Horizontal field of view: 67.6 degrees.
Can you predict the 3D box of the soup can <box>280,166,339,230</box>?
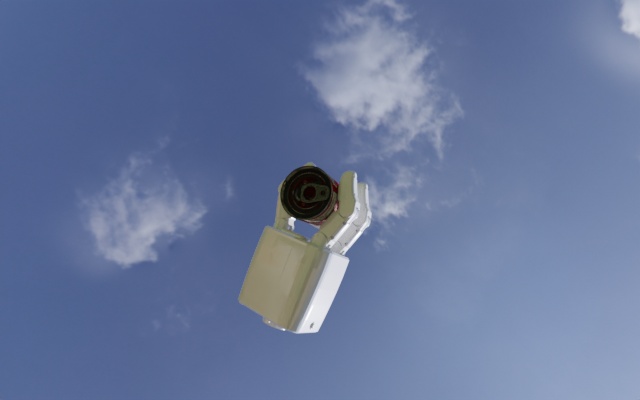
[{"bbox_3d":[0.000,0.002,0.619,0.068,0.068,0.102,0,-13,22],"label":"soup can"}]
